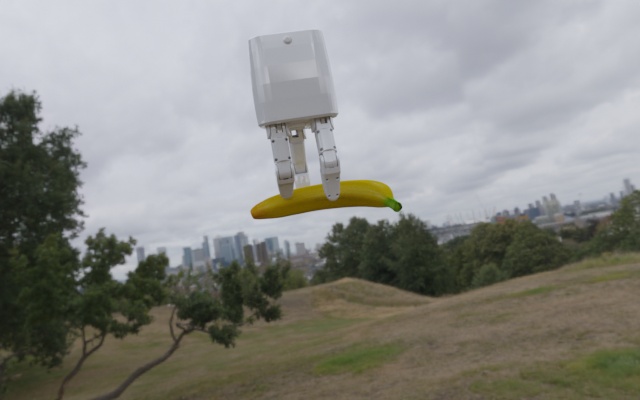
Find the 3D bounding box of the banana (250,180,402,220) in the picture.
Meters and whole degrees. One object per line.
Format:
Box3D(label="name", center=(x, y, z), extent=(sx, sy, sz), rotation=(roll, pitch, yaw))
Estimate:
Box3D(label="banana", center=(0.008, -0.002, 0.620), extent=(0.198, 0.037, 0.069), rotation=(-5, 11, 17))
